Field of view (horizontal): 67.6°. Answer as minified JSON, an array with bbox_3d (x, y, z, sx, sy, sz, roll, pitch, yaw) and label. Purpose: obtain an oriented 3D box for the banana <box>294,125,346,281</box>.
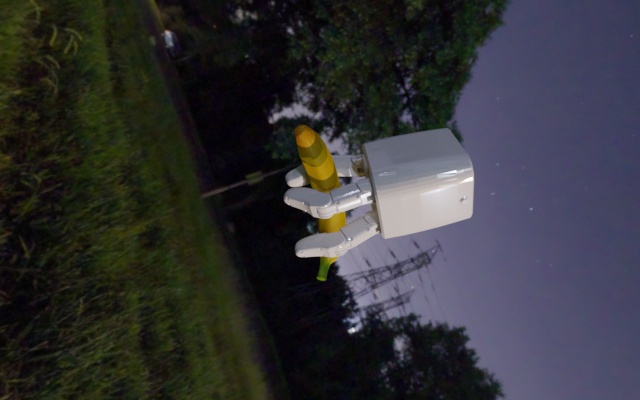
[{"bbox_3d":[0.005,-0.003,0.573,0.037,0.198,0.069,-3,25,15],"label":"banana"}]
